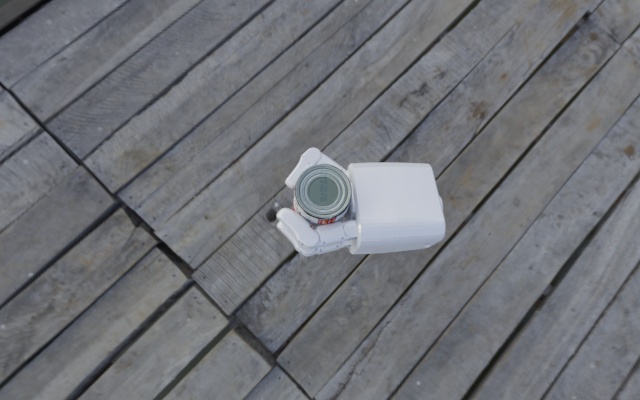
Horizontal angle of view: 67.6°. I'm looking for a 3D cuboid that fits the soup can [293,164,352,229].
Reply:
[{"bbox_3d":[0.000,0.002,0.591,0.068,0.068,0.102,0,-15,-4],"label":"soup can"}]
